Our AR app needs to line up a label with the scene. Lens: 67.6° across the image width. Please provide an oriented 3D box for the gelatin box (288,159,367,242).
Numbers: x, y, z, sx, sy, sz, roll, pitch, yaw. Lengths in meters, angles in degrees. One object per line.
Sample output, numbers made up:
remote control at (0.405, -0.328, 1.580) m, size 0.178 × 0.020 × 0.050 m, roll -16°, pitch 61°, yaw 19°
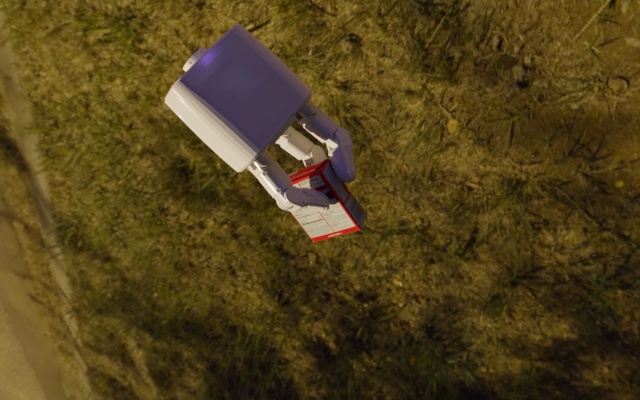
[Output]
gelatin box at (0.000, 0.002, 0.557) m, size 0.073 × 0.089 × 0.030 m, roll -19°, pitch 27°, yaw 37°
